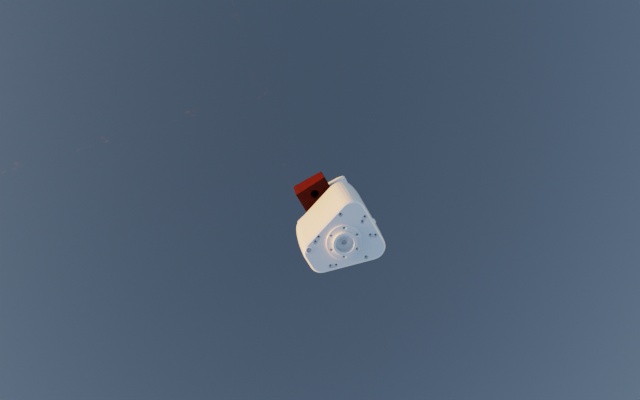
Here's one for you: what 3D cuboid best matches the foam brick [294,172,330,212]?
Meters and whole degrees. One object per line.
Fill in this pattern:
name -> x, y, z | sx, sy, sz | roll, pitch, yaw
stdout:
foam brick -> 0.000, 0.002, 0.755 | 0.053, 0.078, 0.051 | -31, 15, 2
